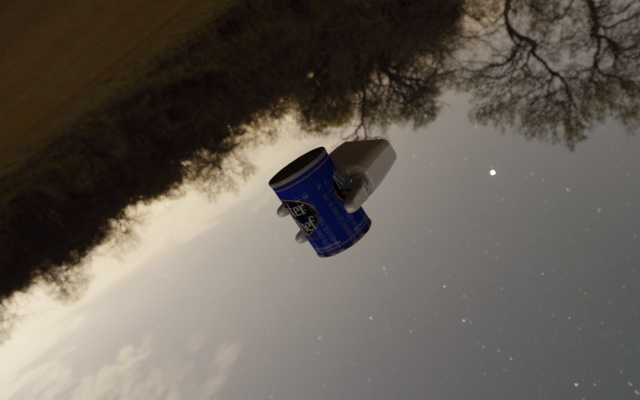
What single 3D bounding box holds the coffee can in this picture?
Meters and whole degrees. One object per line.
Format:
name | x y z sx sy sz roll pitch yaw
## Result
coffee can | 0.000 0.002 0.740 0.103 0.140 0.102 -31 15 9
